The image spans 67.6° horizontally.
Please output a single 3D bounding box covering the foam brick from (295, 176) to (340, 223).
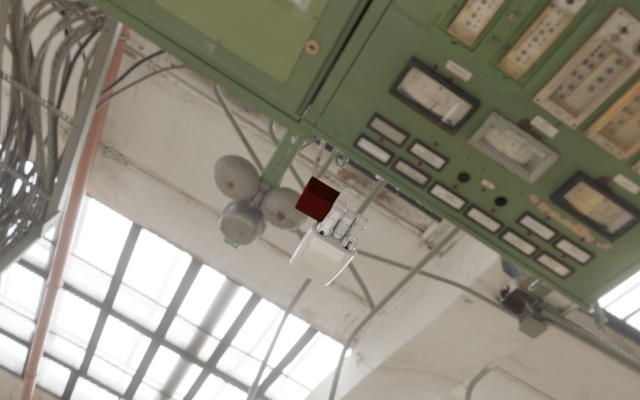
[{"bbox_3d":[0.000,0.003,0.896,0.078,0.051,0.053,31,34,-6],"label":"foam brick"}]
